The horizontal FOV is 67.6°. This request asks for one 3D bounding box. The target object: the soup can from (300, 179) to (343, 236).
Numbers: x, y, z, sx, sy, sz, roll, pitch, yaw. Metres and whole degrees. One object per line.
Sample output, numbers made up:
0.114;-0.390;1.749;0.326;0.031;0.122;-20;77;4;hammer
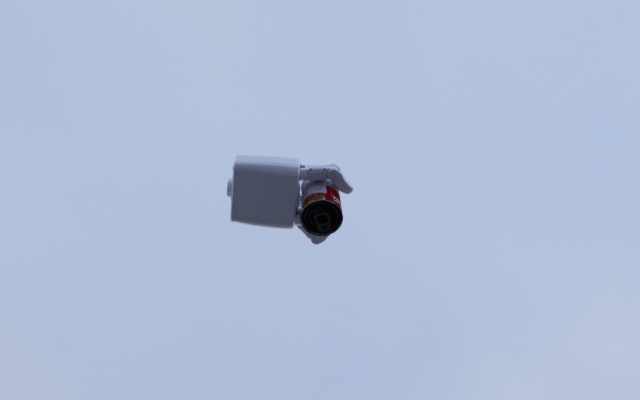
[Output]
0.001;0.002;0.793;0.068;0.068;0.102;0;31;-2;soup can
